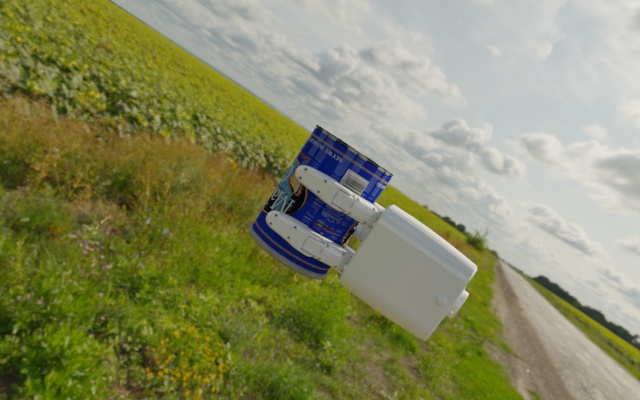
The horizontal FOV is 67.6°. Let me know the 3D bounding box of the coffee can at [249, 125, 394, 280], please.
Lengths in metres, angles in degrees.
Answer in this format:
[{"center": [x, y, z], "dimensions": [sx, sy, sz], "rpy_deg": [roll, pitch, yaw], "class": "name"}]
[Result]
[{"center": [0.000, 0.002, 0.536], "dimensions": [0.103, 0.140, 0.103], "rpy_deg": [33, 7, -4], "class": "coffee can"}]
